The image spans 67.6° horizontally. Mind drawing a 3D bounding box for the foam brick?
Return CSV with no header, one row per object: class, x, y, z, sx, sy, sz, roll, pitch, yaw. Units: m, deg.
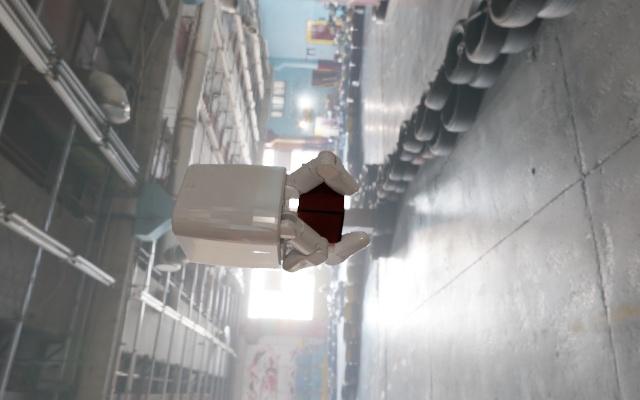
foam brick,0.000,0.002,0.539,0.051,0.053,0.078,4,45,-1
